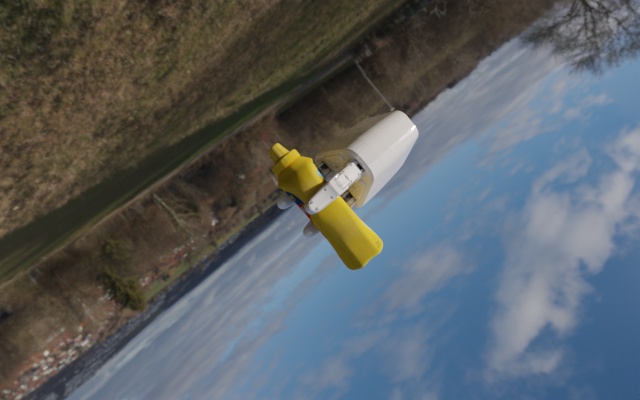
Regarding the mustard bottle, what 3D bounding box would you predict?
[{"bbox_3d":[0.000,0.002,0.629,0.058,0.191,0.096,-40,2,0],"label":"mustard bottle"}]
